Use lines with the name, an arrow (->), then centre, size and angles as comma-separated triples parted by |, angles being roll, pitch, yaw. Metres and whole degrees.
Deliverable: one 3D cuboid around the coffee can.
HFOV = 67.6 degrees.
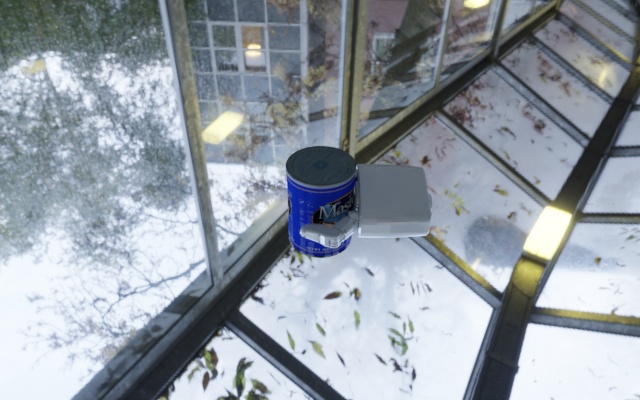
coffee can -> 0.000, 0.002, 0.731 | 0.103, 0.140, 0.102 | 0, 38, 0
